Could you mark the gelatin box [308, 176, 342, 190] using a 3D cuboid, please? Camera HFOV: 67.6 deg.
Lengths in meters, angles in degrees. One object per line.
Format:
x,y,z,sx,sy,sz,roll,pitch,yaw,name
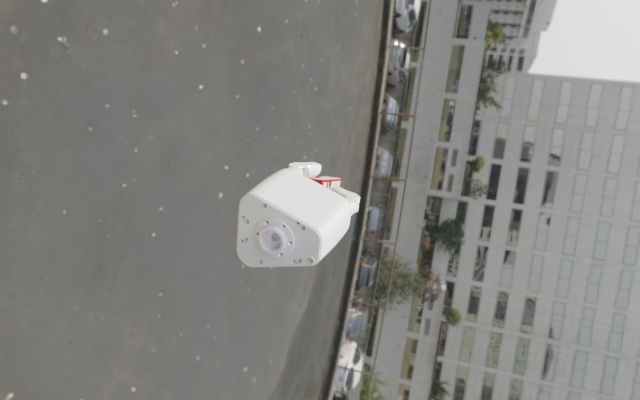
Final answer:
0.001,0.002,0.705,0.030,0.073,0.089,11,8,19,gelatin box
